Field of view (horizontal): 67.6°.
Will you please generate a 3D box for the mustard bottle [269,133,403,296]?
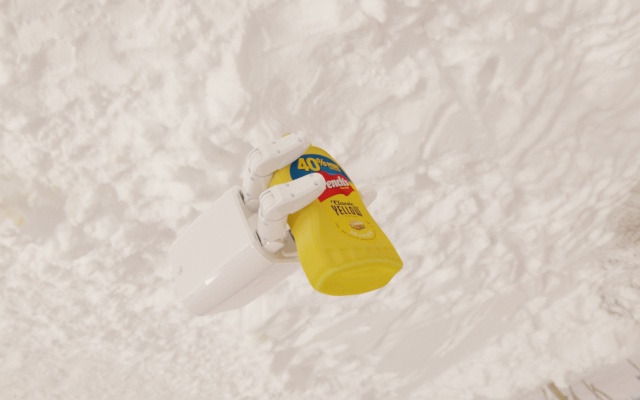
[{"bbox_3d":[0.000,0.002,0.477,0.096,0.191,0.058,3,-45,-37],"label":"mustard bottle"}]
